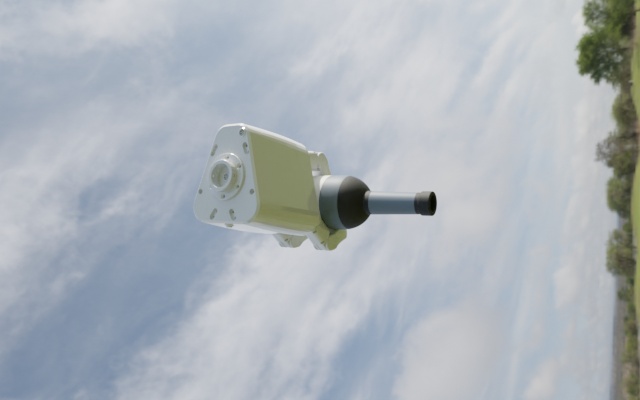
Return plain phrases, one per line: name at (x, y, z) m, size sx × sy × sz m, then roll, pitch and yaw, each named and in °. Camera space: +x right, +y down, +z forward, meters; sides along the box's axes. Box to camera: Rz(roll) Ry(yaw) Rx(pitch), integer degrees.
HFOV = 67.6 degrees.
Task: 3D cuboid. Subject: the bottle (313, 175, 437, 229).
bottle at (0.000, 0.002, 0.604) m, size 0.295 × 0.069 × 0.069 m, roll 1°, pitch 0°, yaw 33°
